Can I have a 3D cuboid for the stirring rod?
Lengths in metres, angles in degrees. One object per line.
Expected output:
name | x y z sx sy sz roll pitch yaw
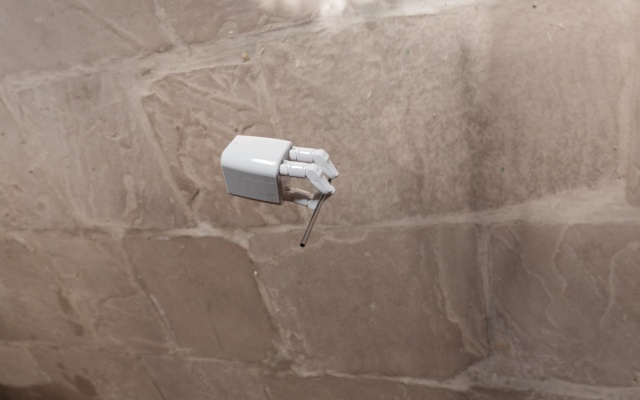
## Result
stirring rod | 0.000 0.003 0.810 0.011 0.011 0.239 0 32 16
